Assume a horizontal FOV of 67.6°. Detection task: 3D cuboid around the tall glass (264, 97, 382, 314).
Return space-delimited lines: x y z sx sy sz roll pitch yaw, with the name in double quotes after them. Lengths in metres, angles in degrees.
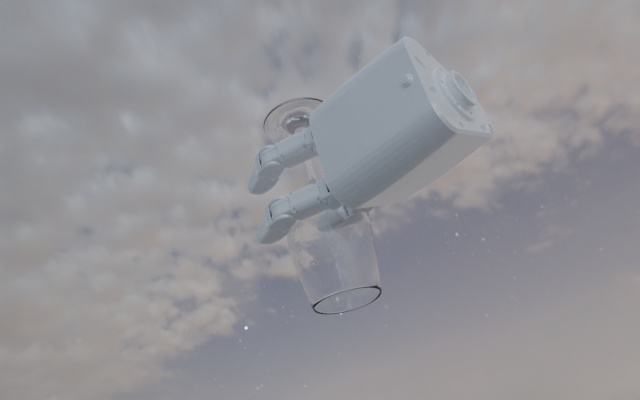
0.000 0.001 0.453 0.079 0.201 0.079 -12 -28 -6 "tall glass"
